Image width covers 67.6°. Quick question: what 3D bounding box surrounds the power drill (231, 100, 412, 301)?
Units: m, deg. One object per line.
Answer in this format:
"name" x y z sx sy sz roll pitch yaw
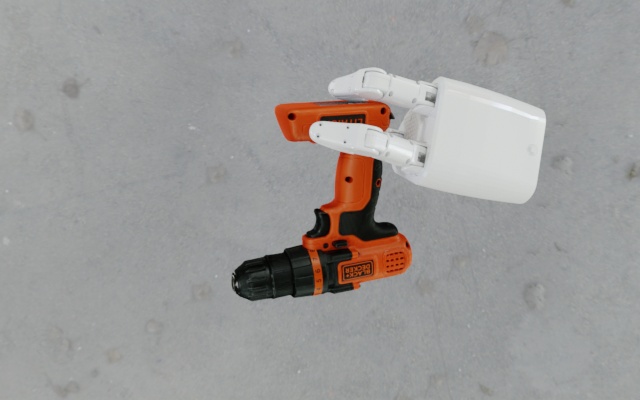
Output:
"power drill" 0.000 0.001 0.457 0.184 0.188 0.057 -9 20 -18
